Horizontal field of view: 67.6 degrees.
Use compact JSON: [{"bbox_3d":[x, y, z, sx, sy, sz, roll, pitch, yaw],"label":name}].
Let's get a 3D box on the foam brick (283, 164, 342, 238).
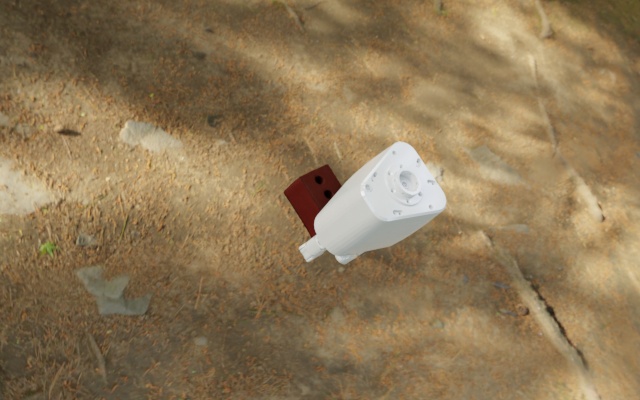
[{"bbox_3d":[0.000,0.002,0.622,0.053,0.078,0.051,-27,-9,-36],"label":"foam brick"}]
